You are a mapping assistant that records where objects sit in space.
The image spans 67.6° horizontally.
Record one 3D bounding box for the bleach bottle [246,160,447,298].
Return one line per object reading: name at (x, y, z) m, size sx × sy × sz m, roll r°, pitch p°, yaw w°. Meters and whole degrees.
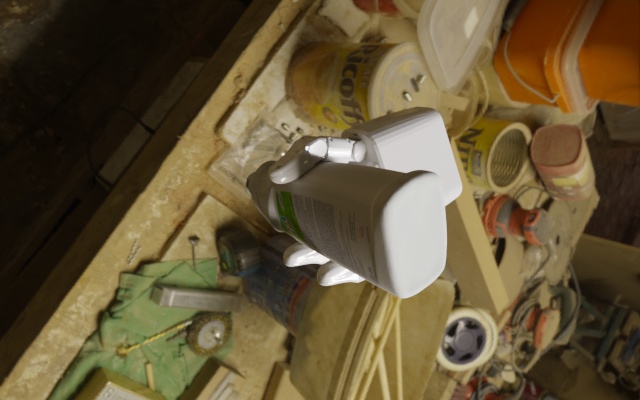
bleach bottle at (0.000, 0.002, 0.457) m, size 0.068 × 0.103 × 0.250 m, roll -26°, pitch 29°, yaw -31°
